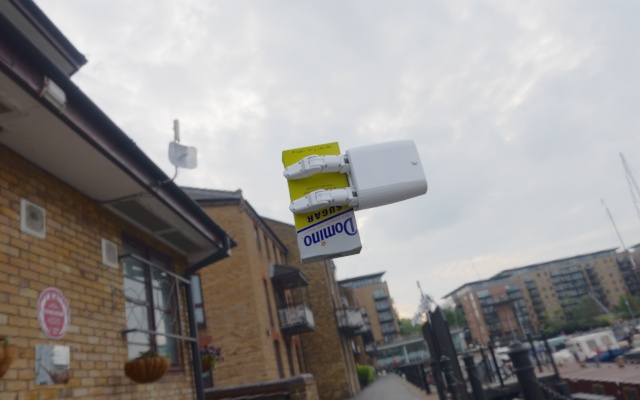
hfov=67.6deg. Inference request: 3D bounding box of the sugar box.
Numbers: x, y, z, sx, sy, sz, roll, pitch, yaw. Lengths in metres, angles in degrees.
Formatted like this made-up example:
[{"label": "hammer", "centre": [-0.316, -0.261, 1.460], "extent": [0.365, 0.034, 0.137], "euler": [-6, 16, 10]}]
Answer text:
[{"label": "sugar box", "centre": [0.000, 0.002, 0.733], "extent": [0.093, 0.176, 0.048], "euler": [-11, -20, -5]}]
